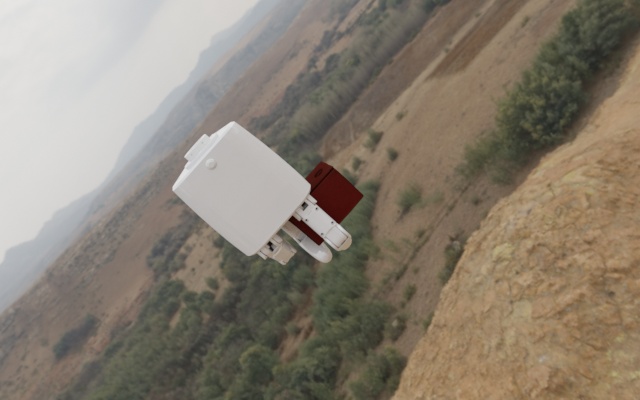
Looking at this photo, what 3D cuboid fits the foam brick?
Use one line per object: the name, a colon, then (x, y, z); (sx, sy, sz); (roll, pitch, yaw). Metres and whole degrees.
foam brick: (0.000, 0.002, 0.541); (0.051, 0.078, 0.053); (42, -1, -18)
